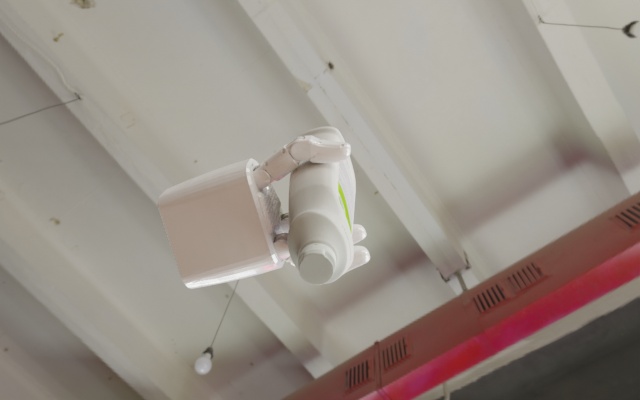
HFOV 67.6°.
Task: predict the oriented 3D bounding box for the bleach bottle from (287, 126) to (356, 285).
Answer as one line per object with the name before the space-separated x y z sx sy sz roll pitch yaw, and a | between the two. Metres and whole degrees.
bleach bottle | 0.000 0.002 0.491 0.068 0.102 0.250 -17 19 9
